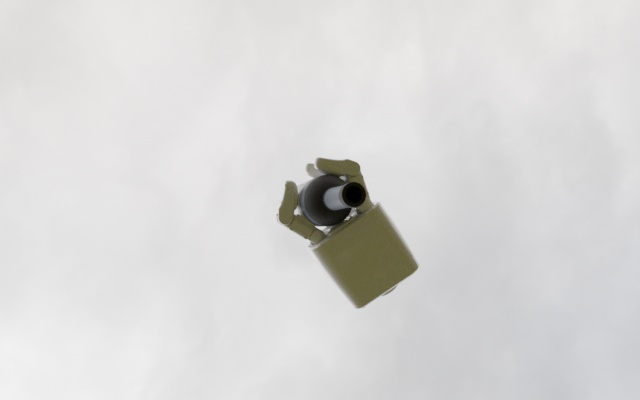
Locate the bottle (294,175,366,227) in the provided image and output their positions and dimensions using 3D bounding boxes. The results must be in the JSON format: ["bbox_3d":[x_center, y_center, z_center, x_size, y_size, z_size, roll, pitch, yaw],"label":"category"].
[{"bbox_3d":[0.000,0.002,0.647,0.069,0.069,0.296,0,-3,-14],"label":"bottle"}]
